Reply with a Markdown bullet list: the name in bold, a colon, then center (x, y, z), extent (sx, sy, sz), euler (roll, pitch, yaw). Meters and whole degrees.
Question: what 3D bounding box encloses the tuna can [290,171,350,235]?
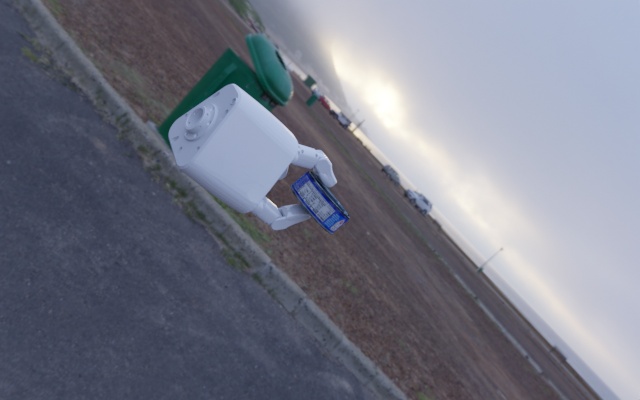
- **tuna can**: center (0.001, 0.002, 0.635), extent (0.034, 0.086, 0.086), euler (-41, -5, 6)
